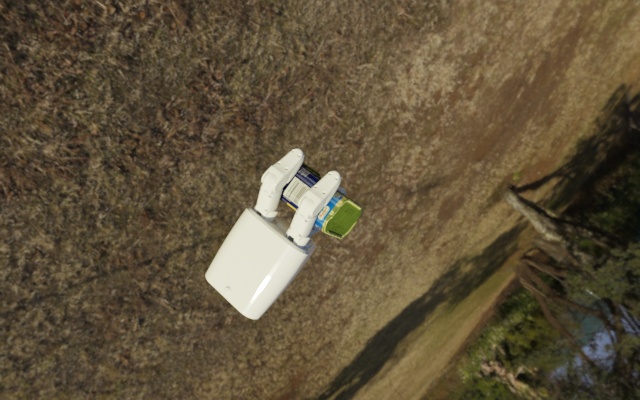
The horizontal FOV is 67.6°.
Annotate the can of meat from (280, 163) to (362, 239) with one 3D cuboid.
[{"bbox_3d":[0.000,0.002,0.614,0.084,0.057,0.102,37,3,21],"label":"can of meat"}]
